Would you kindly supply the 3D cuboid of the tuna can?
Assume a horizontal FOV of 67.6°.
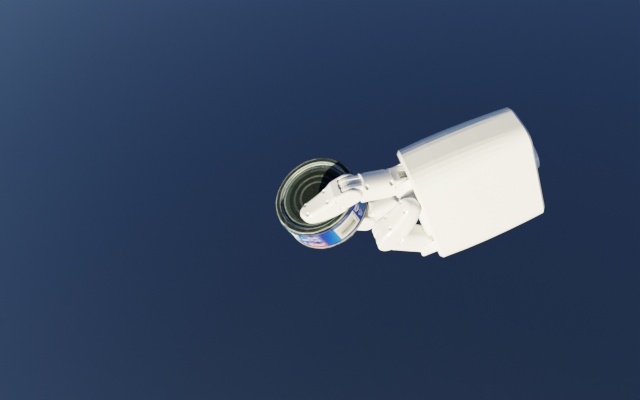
[{"bbox_3d":[0.000,0.001,0.469,0.086,0.086,0.034,0,-27,25],"label":"tuna can"}]
